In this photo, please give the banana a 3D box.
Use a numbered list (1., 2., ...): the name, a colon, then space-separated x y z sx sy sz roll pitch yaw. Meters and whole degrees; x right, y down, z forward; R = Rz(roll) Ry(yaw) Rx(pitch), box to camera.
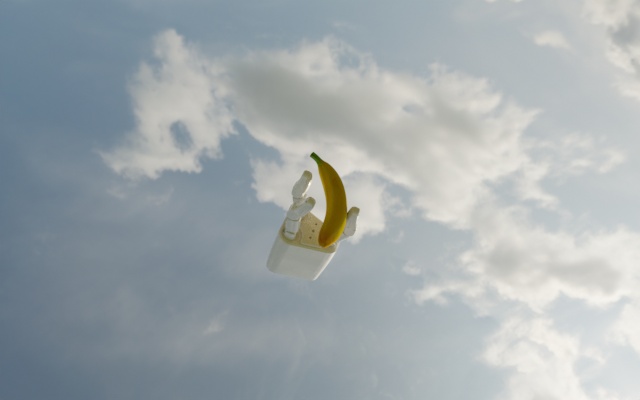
1. banana: 0.016 0.004 0.818 0.069 0.197 0.037 15 -44 -26
